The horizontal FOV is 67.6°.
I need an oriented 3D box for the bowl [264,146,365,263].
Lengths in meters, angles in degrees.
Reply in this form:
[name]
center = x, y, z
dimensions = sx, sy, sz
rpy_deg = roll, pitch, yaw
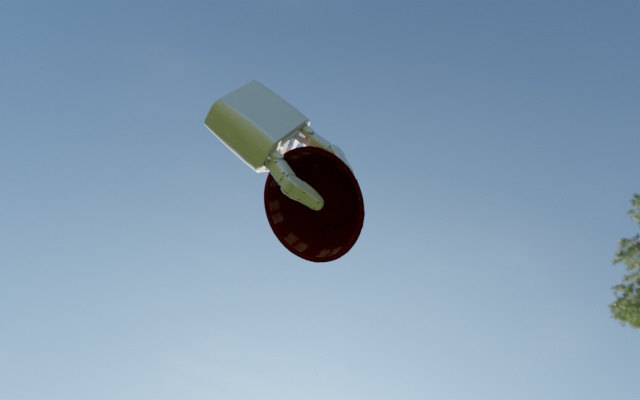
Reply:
[bowl]
center = 0.001, 0.003, 0.669
dimensions = 0.162, 0.162, 0.055
rpy_deg = 0, 11, 32
